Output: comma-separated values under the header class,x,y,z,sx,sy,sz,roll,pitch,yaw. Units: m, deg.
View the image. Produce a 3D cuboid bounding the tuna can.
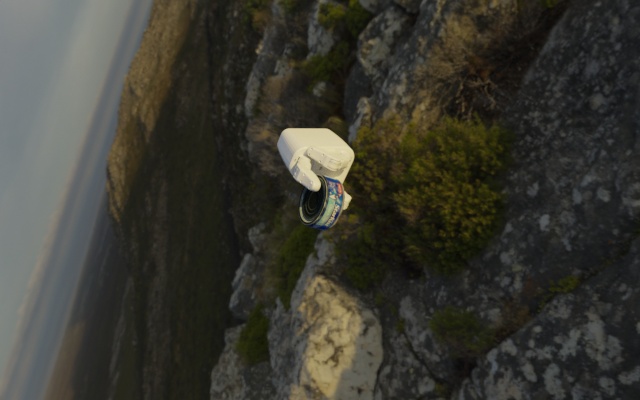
class,x,y,z,sx,sy,sz,roll,pitch,yaw
tuna can,0.000,0.002,0.758,0.034,0.086,0.086,16,-8,-31
